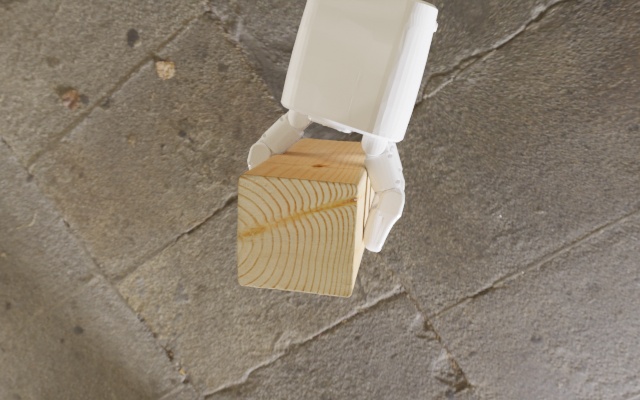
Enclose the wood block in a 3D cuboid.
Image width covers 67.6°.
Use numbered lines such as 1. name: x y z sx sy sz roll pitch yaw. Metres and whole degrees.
1. wood block: 0.000 0.001 0.448 0.091 0.090 0.206 5 15 10
